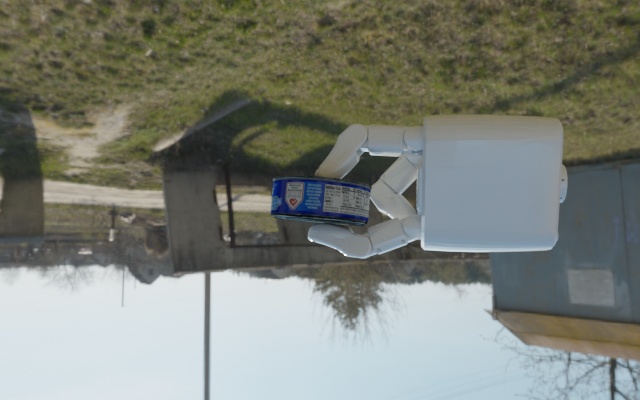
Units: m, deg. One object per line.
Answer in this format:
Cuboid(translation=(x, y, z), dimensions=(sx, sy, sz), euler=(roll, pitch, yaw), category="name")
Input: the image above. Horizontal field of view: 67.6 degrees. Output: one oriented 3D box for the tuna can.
Cuboid(translation=(0.000, 0.002, 0.412), dimensions=(0.086, 0.033, 0.086), euler=(5, -5, 0), category="tuna can")
